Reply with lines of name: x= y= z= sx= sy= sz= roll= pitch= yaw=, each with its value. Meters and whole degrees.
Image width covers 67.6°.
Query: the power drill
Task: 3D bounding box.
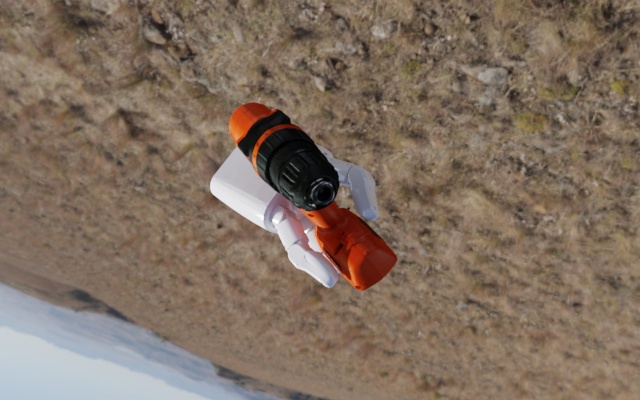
power drill: x=0.000 y=0.002 z=0.440 sx=0.057 sy=0.188 sz=0.184 roll=-38 pitch=35 yaw=-2
